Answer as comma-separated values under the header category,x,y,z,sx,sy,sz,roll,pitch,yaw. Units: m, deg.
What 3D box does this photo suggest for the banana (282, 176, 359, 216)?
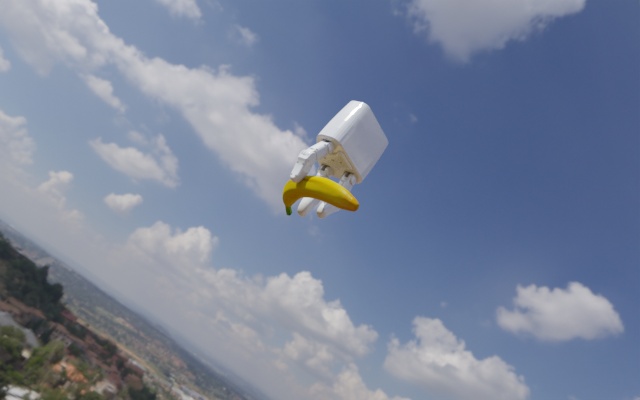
category,x,y,z,sx,sy,sz,roll,pitch,yaw
banana,-0.012,-0.012,0.805,0.037,0.070,0.198,-46,23,-28
